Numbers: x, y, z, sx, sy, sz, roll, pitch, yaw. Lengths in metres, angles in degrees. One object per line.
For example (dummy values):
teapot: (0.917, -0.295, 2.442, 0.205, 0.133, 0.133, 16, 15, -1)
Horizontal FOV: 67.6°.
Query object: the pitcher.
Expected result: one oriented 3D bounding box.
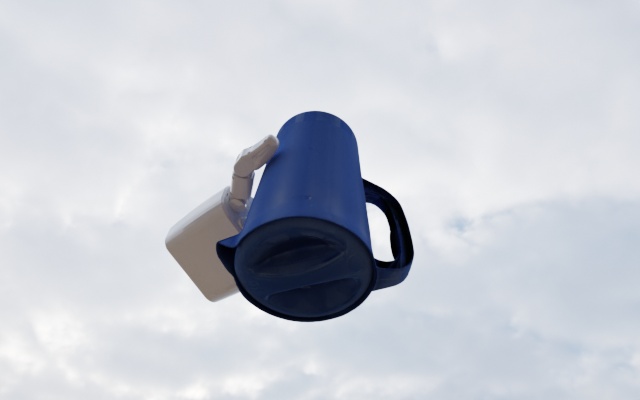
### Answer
pitcher: (0.000, 0.002, 0.524, 0.145, 0.149, 0.242, -31, 29, 24)
